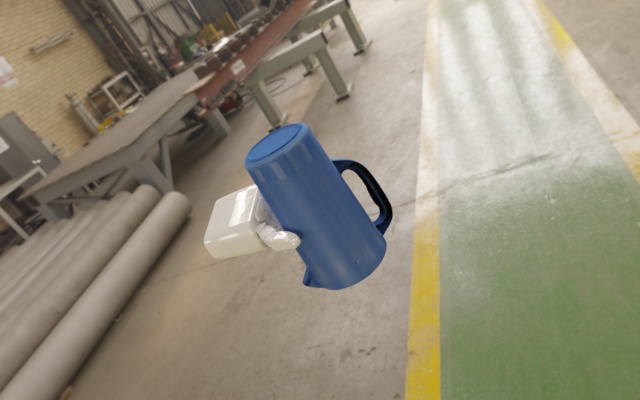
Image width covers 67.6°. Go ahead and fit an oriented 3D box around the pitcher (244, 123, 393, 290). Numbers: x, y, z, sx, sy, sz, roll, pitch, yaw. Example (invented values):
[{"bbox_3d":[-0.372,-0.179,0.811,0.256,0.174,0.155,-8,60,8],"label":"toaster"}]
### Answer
[{"bbox_3d":[0.000,0.002,0.727,0.145,0.243,0.149,-16,29,30],"label":"pitcher"}]
